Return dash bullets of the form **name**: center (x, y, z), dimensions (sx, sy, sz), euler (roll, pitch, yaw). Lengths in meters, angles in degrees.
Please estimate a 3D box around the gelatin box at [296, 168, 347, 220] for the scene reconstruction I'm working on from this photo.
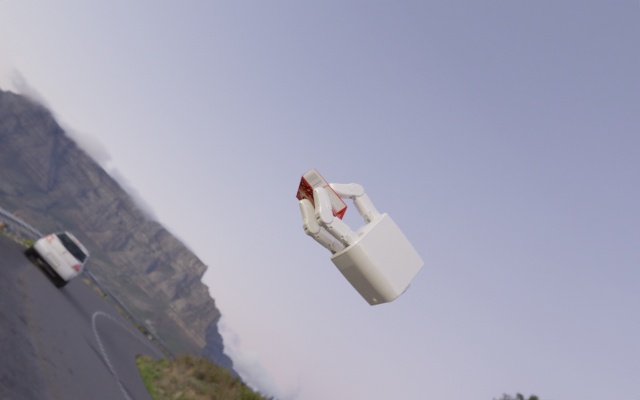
- **gelatin box**: center (0.000, 0.002, 0.780), dimensions (0.030, 0.089, 0.073), euler (-33, -16, -24)
